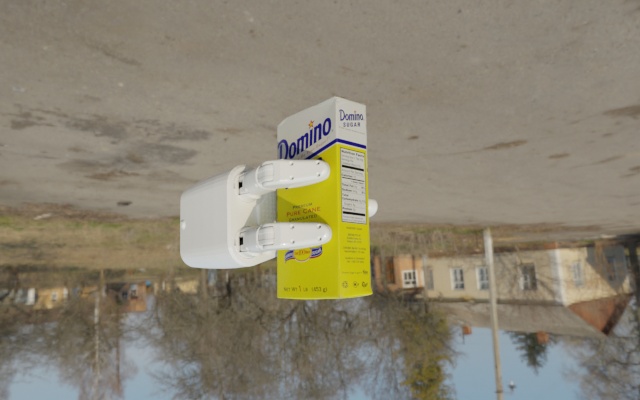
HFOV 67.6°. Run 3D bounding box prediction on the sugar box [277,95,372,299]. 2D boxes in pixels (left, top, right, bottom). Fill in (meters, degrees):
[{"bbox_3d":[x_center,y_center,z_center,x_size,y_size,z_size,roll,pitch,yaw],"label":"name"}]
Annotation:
[{"bbox_3d":[0.000,0.002,0.445,0.048,0.176,0.093,4,-12,-41],"label":"sugar box"}]
